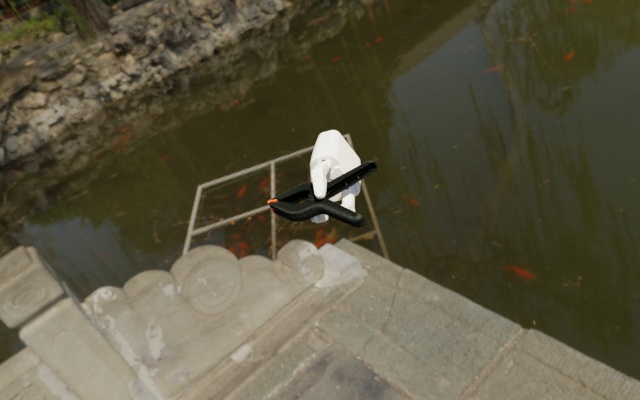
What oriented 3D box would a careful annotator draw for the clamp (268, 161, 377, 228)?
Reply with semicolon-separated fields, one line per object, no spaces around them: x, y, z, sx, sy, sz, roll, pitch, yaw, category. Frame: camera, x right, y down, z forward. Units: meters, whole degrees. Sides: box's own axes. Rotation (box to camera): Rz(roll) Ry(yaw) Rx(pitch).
-0.001;0.002;0.866;0.210;0.036;0.164;-13;36;17;clamp
